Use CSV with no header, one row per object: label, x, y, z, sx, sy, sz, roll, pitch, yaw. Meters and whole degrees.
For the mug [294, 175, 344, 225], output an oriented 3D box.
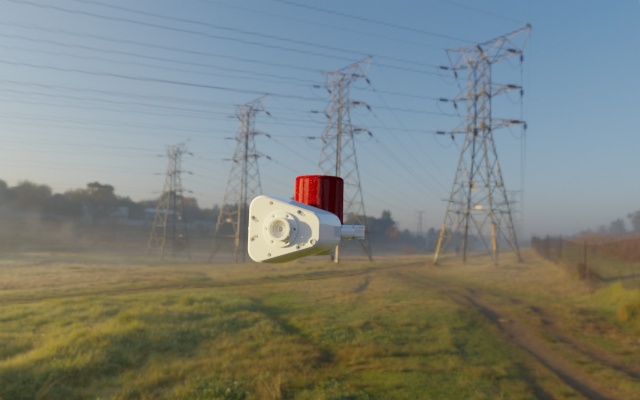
mug,0.001,0.003,0.804,0.093,0.081,0.117,1,-4,14
